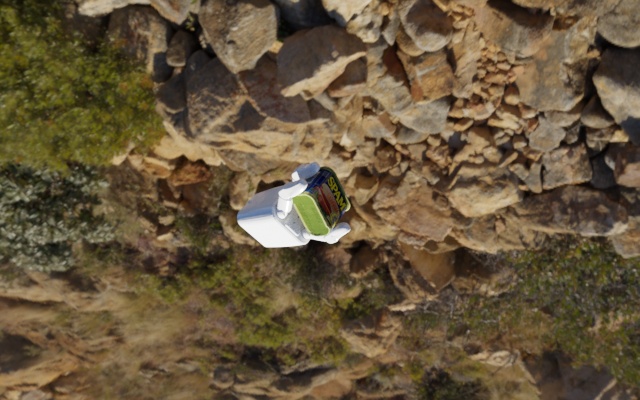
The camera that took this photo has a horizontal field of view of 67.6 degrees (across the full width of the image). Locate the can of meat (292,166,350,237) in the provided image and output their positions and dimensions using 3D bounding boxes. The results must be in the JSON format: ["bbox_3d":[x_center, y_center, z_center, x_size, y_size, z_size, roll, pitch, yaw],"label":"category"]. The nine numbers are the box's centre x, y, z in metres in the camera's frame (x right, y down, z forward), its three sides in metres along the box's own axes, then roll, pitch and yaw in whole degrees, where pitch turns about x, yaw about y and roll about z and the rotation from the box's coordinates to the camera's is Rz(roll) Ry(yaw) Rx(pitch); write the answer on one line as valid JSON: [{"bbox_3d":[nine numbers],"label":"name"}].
[{"bbox_3d":[0.000,0.003,0.872,0.057,0.102,0.084,-6,32,37],"label":"can of meat"}]
